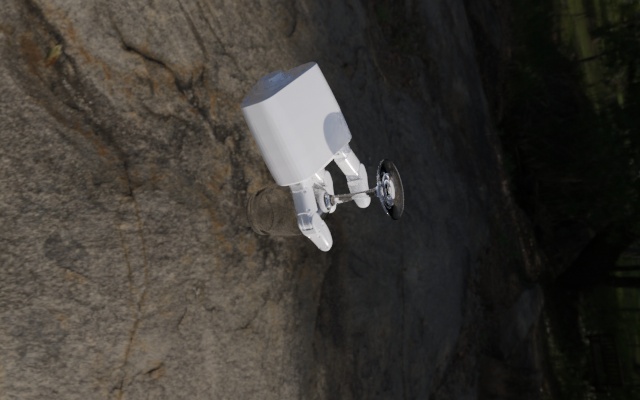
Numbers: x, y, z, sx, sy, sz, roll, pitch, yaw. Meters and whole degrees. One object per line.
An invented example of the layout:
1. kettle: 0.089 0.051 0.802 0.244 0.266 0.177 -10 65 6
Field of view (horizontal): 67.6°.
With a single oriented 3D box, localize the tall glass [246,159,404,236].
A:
1. tall glass: 0.001 0.002 0.619 0.201 0.079 0.079 -11 -5 30
